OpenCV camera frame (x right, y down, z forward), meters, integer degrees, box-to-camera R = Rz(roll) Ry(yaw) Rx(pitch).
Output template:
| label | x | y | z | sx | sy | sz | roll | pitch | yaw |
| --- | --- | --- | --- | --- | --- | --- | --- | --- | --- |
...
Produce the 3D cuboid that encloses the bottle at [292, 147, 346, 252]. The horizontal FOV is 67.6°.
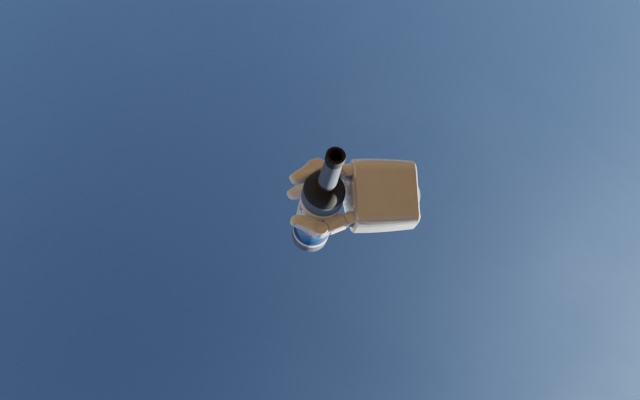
| label | x | y | z | sx | sy | sz | roll | pitch | yaw |
| --- | --- | --- | --- | --- | --- | --- | --- | --- | --- |
| bottle | 0.000 | 0.003 | 0.763 | 0.069 | 0.069 | 0.296 | 0 | -25 | -9 |
